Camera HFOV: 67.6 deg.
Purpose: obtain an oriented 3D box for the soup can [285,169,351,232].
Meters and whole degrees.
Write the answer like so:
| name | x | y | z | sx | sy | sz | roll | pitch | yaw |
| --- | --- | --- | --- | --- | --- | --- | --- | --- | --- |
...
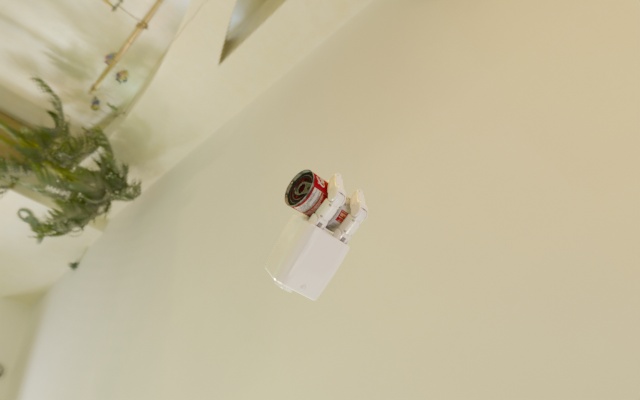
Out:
| name | x | y | z | sx | sy | sz | roll | pitch | yaw |
| --- | --- | --- | --- | --- | --- | --- | --- | --- | --- |
| soup can | 0.001 | 0.002 | 0.797 | 0.102 | 0.068 | 0.068 | 34 | -20 | -33 |
